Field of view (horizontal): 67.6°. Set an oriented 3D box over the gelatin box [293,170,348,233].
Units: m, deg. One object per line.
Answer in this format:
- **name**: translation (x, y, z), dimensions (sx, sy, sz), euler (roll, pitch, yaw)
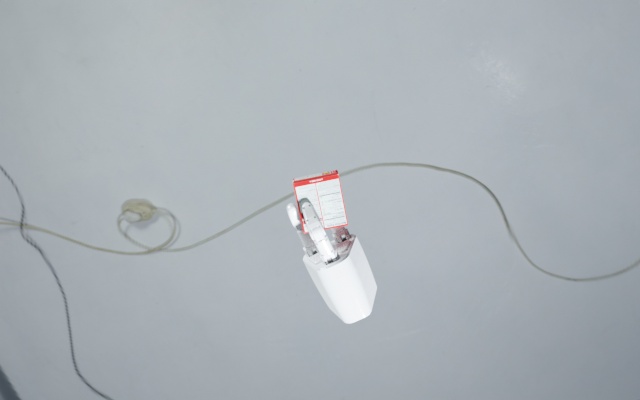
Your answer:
- **gelatin box**: translation (0.000, 0.002, 0.756), dimensions (0.073, 0.089, 0.030), euler (-11, 18, 1)
